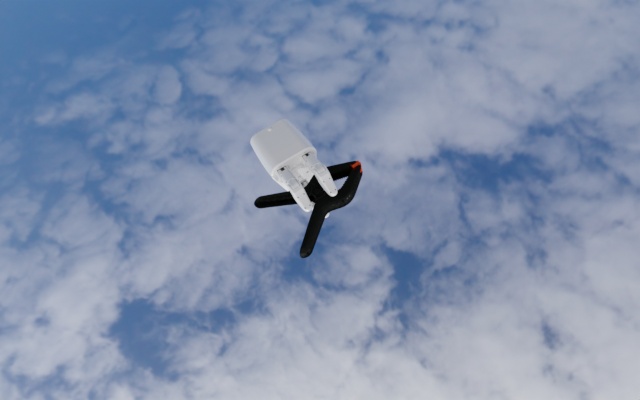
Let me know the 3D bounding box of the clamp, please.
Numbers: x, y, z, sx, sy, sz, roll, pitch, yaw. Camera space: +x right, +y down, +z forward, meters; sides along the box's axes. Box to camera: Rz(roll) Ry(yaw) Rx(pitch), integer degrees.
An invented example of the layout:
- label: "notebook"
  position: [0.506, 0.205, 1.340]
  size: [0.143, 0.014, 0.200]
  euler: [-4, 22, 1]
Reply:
- label: "clamp"
  position: [0.001, 0.003, 0.882]
  size: [0.210, 0.164, 0.036]
  euler: [-32, -34, -9]
